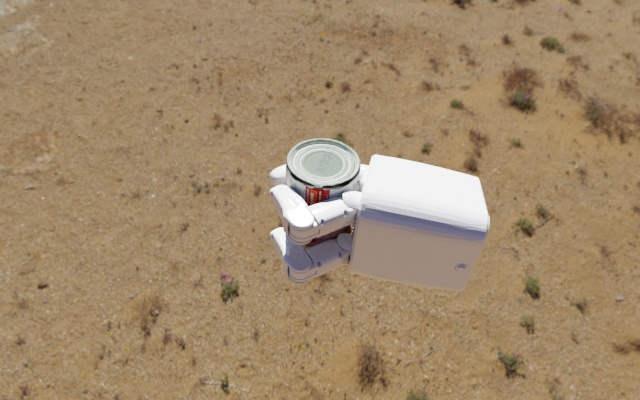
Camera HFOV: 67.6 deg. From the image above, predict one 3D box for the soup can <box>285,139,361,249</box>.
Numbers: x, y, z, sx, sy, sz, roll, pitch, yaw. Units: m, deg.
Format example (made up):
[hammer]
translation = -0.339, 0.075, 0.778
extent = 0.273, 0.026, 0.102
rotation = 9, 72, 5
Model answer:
[soup can]
translation = 0.000, 0.001, 0.452
extent = 0.068, 0.102, 0.068
rotation = 2, 44, -2
